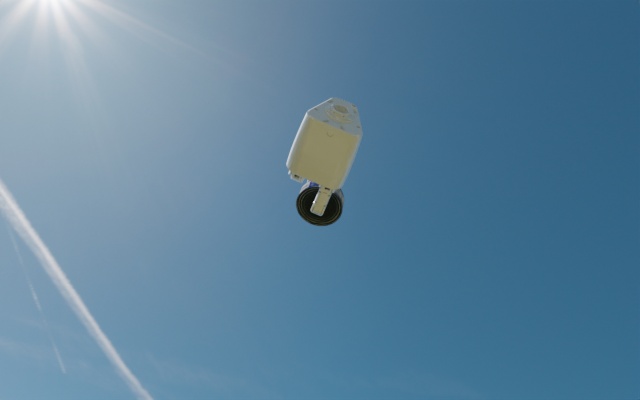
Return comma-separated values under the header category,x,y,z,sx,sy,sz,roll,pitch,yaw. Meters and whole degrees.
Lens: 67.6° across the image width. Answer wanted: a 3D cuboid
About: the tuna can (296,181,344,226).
category,x,y,z,sx,sy,sz,roll,pitch,yaw
tuna can,0.000,0.003,0.875,0.086,0.086,0.033,0,32,12
